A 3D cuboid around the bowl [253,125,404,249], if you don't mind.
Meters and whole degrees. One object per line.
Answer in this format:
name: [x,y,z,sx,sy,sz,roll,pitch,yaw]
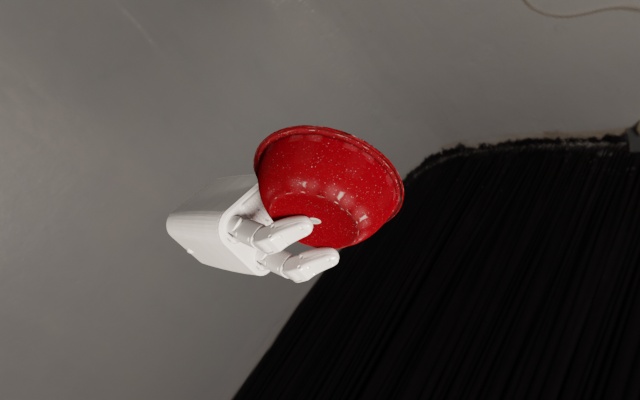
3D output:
bowl: [0.001,0.002,0.483,0.162,0.055,0.162,12,-37,9]
